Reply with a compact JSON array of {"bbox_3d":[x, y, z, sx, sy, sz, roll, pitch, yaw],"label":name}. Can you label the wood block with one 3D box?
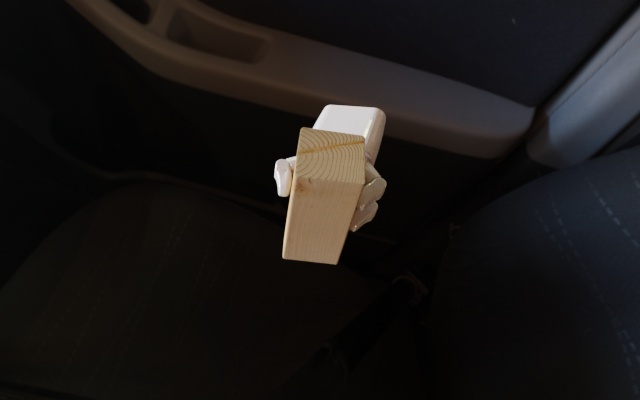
[{"bbox_3d":[0.000,0.002,0.701,0.091,0.090,0.206,7,-37,-4],"label":"wood block"}]
